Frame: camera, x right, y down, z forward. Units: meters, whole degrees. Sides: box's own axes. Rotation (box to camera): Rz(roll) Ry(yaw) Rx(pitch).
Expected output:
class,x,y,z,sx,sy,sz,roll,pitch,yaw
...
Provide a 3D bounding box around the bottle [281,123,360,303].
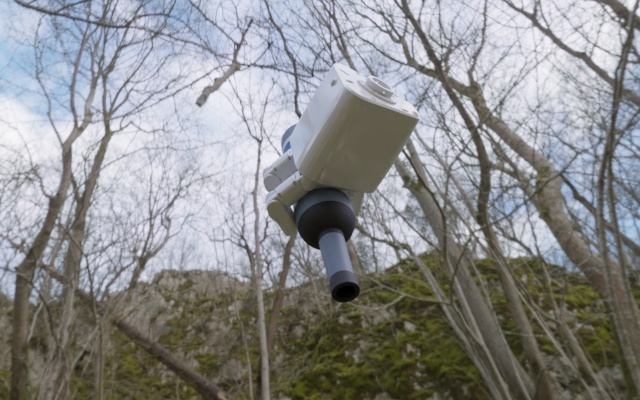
class,x,y,z,sx,sy,sz,roll,pitch,yaw
bottle,0.000,0.002,0.562,0.069,0.069,0.295,0,35,-11
